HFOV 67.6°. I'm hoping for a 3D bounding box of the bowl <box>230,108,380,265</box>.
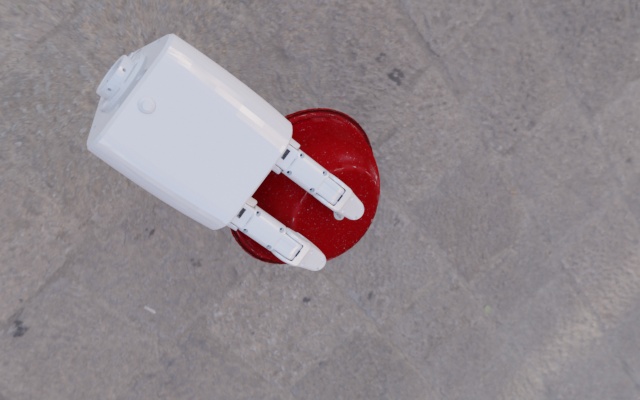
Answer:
[{"bbox_3d":[0.001,0.002,0.436,0.162,0.162,0.055,0,25,-37],"label":"bowl"}]
